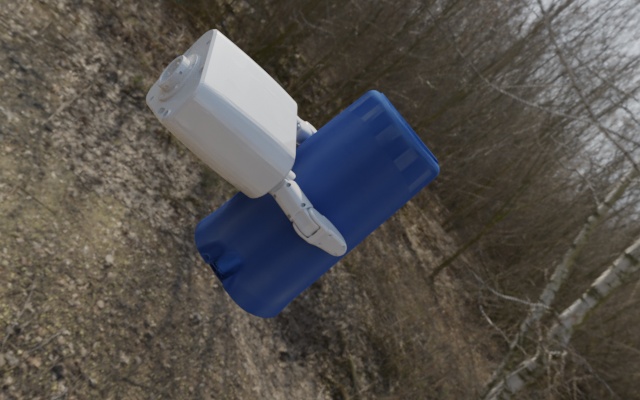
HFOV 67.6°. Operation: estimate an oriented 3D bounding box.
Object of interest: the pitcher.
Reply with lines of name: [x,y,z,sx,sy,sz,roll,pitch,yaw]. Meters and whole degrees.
pitcher: [0.000,0.002,0.509,0.145,0.243,0.149,41,17,-35]
